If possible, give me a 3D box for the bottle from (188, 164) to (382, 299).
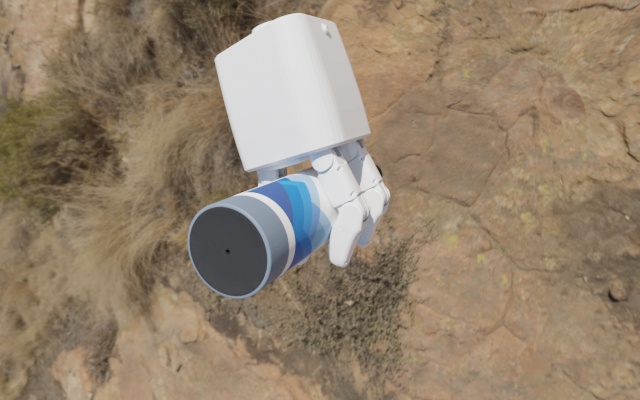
[{"bbox_3d":[0.000,0.002,0.443,0.069,0.069,0.295,0,13,25],"label":"bottle"}]
